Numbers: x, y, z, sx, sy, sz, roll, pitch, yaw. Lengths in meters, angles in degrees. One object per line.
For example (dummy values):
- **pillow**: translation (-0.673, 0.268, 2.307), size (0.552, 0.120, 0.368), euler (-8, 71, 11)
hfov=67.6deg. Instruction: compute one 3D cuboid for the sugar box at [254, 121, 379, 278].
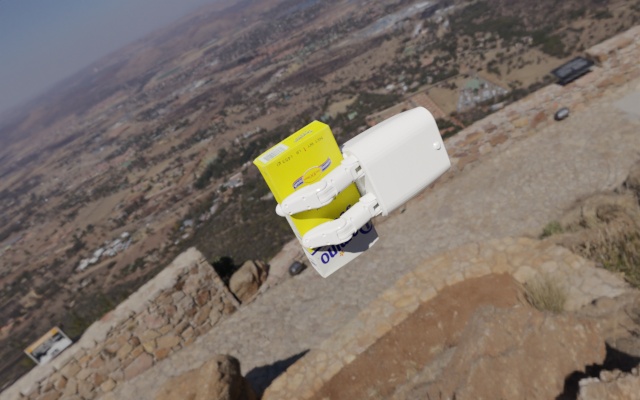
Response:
- **sugar box**: translation (0.000, 0.002, 0.591), size (0.093, 0.176, 0.048), euler (-34, 26, -11)
